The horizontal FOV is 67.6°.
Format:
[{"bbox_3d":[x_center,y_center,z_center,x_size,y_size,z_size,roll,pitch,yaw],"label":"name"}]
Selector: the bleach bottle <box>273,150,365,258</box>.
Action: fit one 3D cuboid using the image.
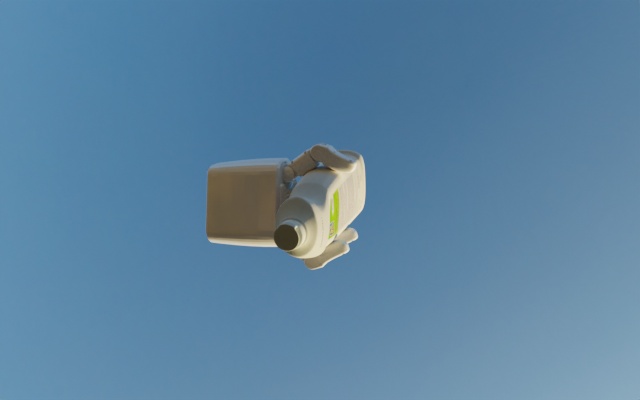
[{"bbox_3d":[0.000,0.002,0.601,0.068,0.102,0.250,0,13,17],"label":"bleach bottle"}]
